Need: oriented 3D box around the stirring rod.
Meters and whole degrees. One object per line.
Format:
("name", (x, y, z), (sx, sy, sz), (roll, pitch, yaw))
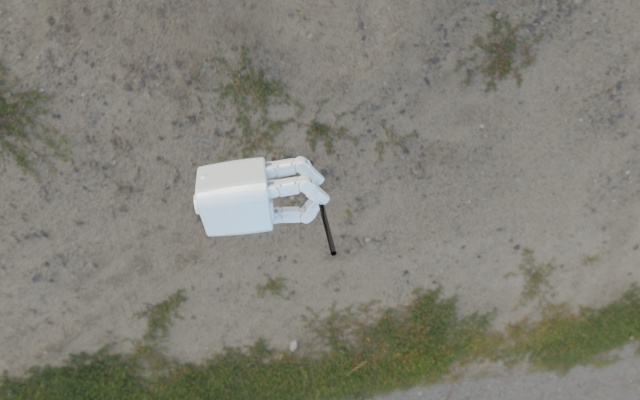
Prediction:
("stirring rod", (0.000, 0.002, 0.743), (0.011, 0.011, 0.239), (0, 35, -10))
